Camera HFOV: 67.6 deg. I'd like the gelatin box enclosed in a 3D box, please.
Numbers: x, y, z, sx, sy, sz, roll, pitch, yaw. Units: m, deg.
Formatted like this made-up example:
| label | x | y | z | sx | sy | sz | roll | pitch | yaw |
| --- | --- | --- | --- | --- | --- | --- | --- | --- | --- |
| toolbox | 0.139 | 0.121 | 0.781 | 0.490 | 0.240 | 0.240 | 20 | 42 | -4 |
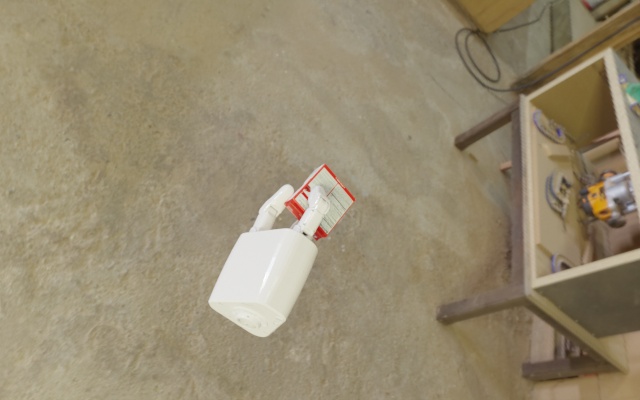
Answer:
| label | x | y | z | sx | sy | sz | roll | pitch | yaw |
| --- | --- | --- | --- | --- | --- | --- | --- | --- | --- |
| gelatin box | 0.001 | 0.002 | 0.692 | 0.030 | 0.073 | 0.089 | -28 | 17 | 52 |
